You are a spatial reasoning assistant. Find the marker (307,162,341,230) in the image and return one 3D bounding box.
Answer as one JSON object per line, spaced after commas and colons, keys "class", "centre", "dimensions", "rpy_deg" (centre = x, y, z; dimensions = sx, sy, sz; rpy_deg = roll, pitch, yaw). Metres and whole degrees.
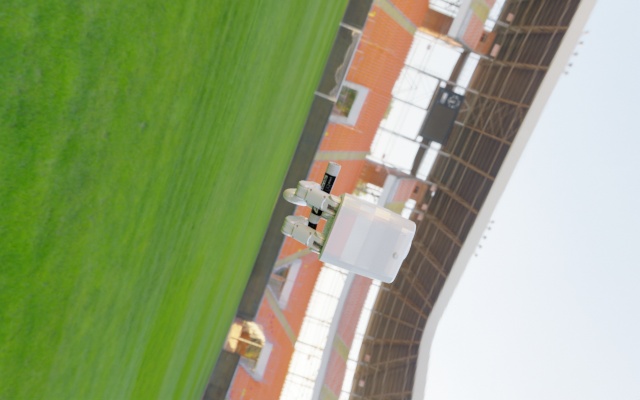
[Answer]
{"class": "marker", "centre": [0.000, 0.002, 0.696], "dimensions": [0.020, 0.121, 0.020], "rpy_deg": [20, 15, -6]}
